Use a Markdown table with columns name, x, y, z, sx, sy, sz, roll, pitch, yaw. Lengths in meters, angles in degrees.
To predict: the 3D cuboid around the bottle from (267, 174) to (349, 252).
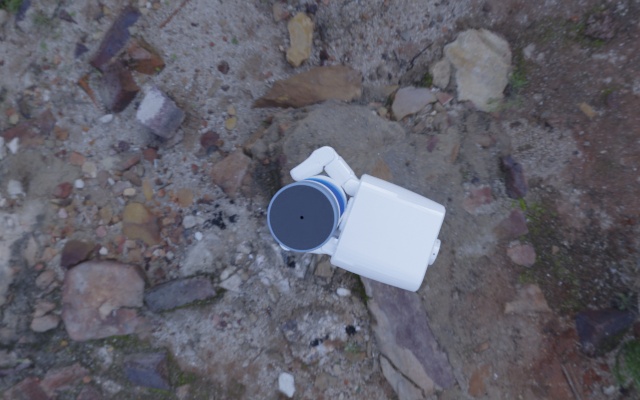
| name | x | y | z | sx | sy | sz | roll | pitch | yaw |
| --- | --- | --- | --- | --- | --- | --- | --- | --- | --- |
| bottle | 0.000 | 0.002 | 0.590 | 0.069 | 0.069 | 0.295 | 0 | 6 | 7 |
